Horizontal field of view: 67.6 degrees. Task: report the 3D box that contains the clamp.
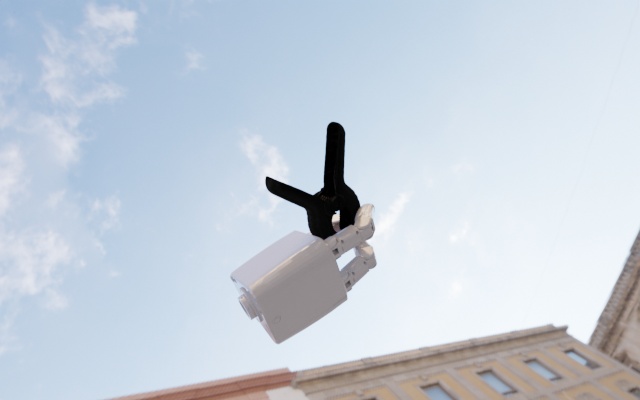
[{"bbox_3d":[0.000,0.002,0.591,0.120,0.172,0.039,-31,32,-21],"label":"clamp"}]
